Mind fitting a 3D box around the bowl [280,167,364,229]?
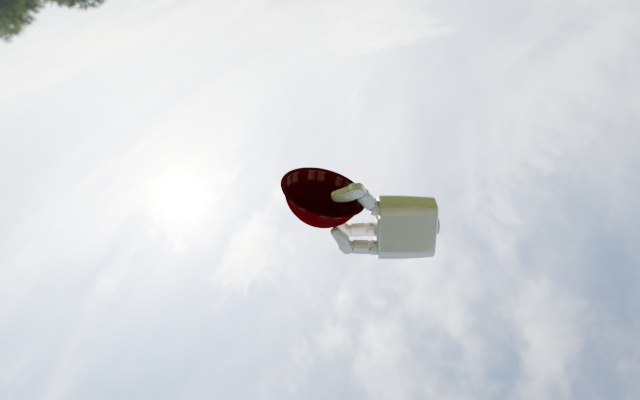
[{"bbox_3d":[-0.001,0.003,0.884,0.162,0.055,0.162,12,33,-8],"label":"bowl"}]
